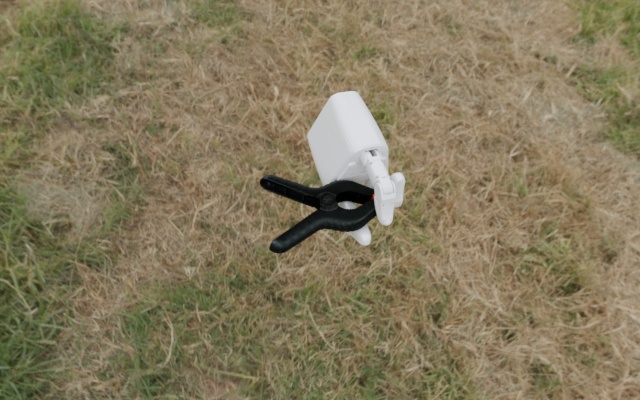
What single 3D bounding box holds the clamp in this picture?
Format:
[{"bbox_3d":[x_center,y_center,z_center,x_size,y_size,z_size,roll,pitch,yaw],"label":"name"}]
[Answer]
[{"bbox_3d":[0.000,0.002,0.643,0.171,0.120,0.039,-12,-29,-18],"label":"clamp"}]
